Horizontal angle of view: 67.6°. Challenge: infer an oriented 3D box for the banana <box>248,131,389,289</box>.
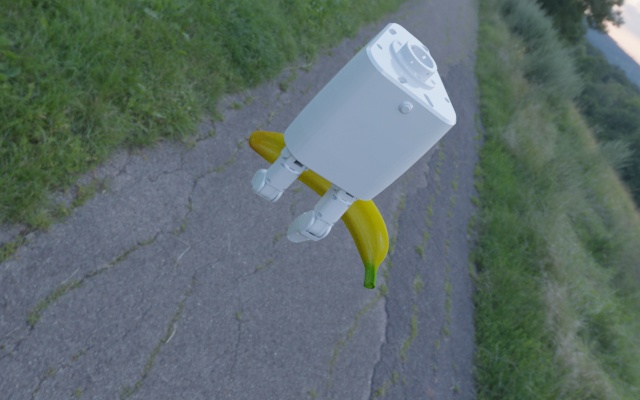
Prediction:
[{"bbox_3d":[0.011,-0.005,0.490,0.037,0.198,0.069,-35,7,43],"label":"banana"}]
